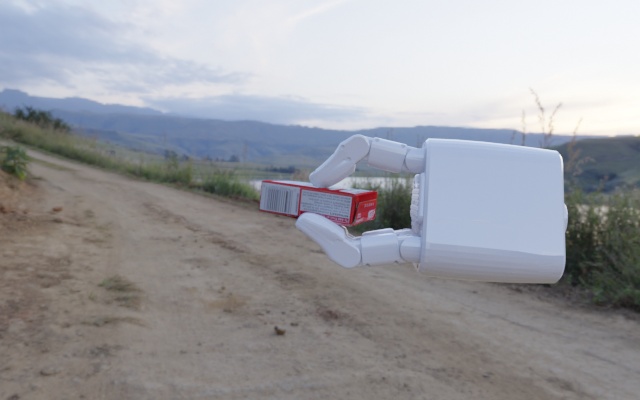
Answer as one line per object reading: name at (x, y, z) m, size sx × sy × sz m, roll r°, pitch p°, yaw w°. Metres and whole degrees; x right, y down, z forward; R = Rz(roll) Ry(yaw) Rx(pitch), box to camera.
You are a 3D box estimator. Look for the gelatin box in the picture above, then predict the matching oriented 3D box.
gelatin box at (0.000, 0.001, 0.432) m, size 0.089 × 0.030 × 0.073 m, roll 9°, pitch 5°, yaw 19°
